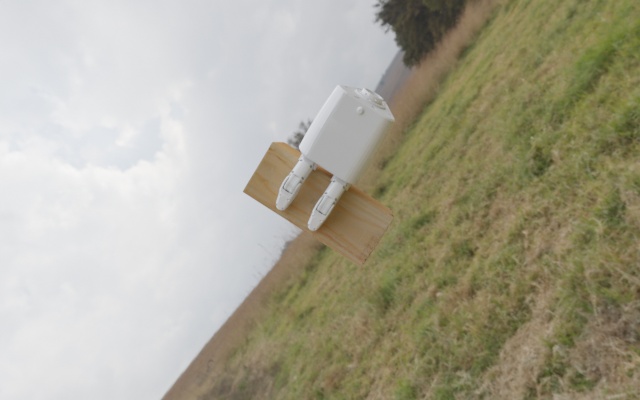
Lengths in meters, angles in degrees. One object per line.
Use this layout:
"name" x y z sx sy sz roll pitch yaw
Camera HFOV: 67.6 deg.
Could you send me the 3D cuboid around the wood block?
"wood block" 0.000 0.002 0.732 0.206 0.090 0.091 33 9 2
